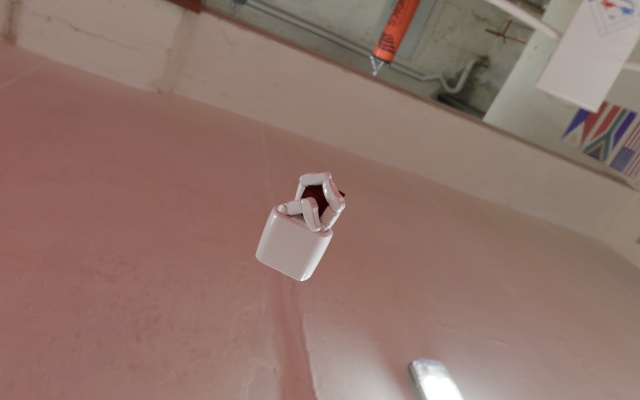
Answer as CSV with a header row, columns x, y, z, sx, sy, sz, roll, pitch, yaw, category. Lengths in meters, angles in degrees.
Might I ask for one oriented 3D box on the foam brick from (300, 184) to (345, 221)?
x,y,z,sx,sy,sz,roll,pitch,yaw,category
0.000,0.003,0.888,0.053,0.051,0.078,32,22,19,foam brick
